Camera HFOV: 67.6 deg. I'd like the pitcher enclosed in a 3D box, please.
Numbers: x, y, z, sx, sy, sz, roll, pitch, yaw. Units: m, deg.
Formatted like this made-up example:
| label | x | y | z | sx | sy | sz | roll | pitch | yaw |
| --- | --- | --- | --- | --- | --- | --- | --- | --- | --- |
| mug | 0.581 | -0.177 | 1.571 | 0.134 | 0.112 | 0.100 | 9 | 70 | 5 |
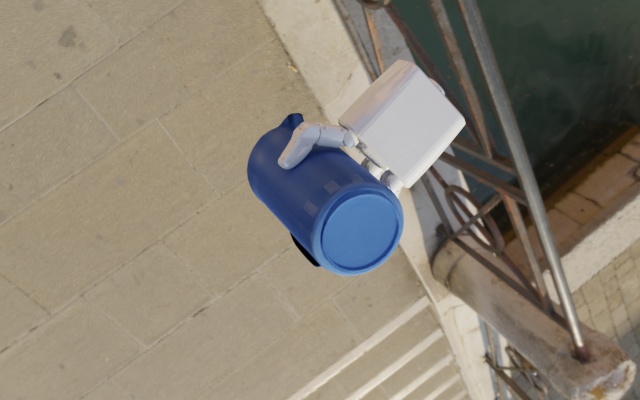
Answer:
| label | x | y | z | sx | sy | sz | roll | pitch | yaw |
| --- | --- | --- | --- | --- | --- | --- | --- | --- | --- |
| pitcher | 0.000 | 0.002 | 0.597 | 0.149 | 0.145 | 0.242 | 43 | 1 | -30 |
